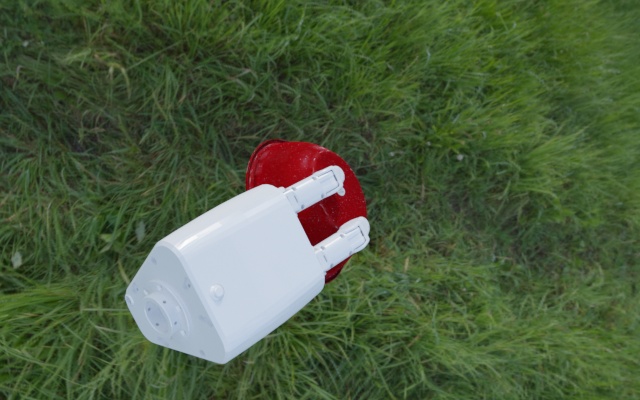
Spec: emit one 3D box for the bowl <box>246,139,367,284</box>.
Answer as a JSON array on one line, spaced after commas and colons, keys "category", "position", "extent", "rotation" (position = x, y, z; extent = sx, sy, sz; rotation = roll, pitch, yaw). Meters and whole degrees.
[{"category": "bowl", "position": [0.001, 0.001, 0.489], "extent": [0.055, 0.162, 0.162], "rotation": [-24, -13, 31]}]
